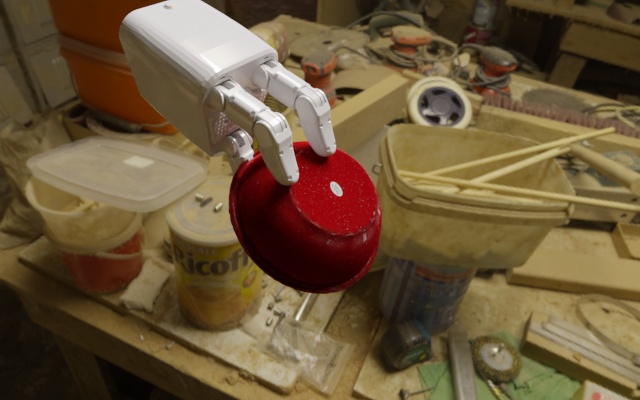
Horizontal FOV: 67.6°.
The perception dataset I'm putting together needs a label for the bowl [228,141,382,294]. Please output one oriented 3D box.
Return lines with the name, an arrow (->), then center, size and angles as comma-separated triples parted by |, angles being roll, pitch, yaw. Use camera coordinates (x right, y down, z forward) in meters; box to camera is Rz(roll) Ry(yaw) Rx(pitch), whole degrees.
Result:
bowl -> 0.001, 0.002, 0.445 | 0.162, 0.162, 0.055 | 0, -27, -31
